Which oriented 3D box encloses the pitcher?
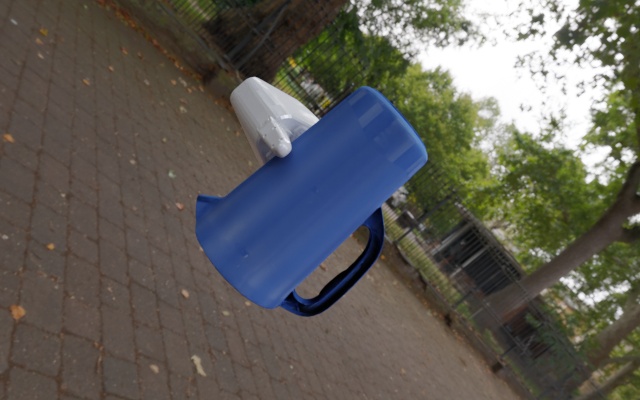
[{"bbox_3d":[0.000,0.002,0.523,0.149,0.243,0.145,42,9,-49],"label":"pitcher"}]
